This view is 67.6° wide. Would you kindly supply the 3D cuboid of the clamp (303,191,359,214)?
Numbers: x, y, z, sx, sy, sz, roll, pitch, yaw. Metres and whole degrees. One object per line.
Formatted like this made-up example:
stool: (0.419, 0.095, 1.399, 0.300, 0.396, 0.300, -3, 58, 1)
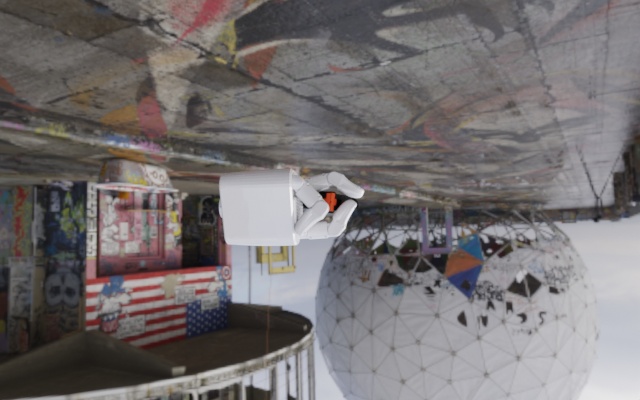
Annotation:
clamp: (0.000, 0.003, 0.779, 0.120, 0.039, 0.171, -2, -4, 6)
